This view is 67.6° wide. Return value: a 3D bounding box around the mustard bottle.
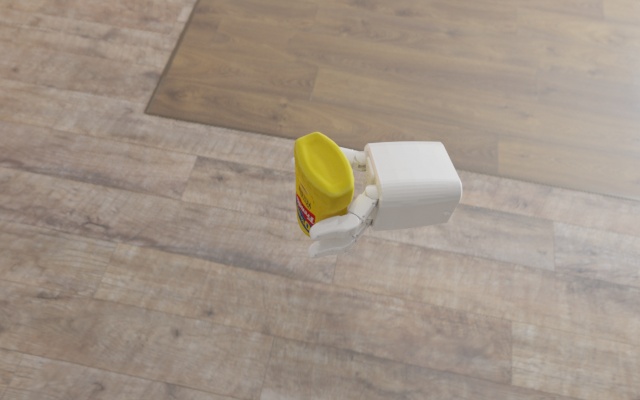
[{"bbox_3d":[0.000,0.002,0.635,0.058,0.096,0.192,-26,-25,-16],"label":"mustard bottle"}]
